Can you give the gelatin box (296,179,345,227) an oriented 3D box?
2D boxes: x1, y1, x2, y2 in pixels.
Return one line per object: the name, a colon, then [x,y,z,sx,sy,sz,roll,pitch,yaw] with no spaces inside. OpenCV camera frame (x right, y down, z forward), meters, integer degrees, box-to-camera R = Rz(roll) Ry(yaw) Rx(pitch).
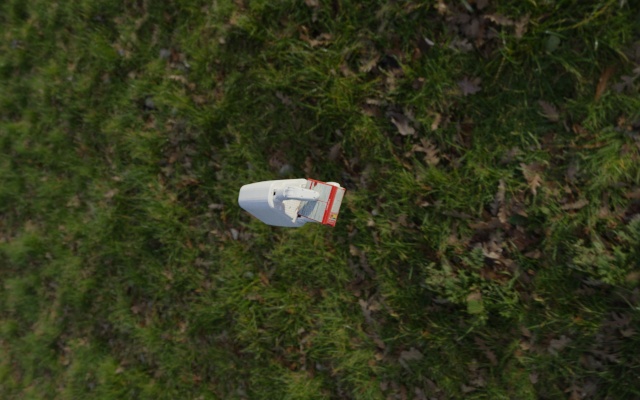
gelatin box: [0.000,0.003,0.896,0.030,0.073,0.089,17,0,-39]
